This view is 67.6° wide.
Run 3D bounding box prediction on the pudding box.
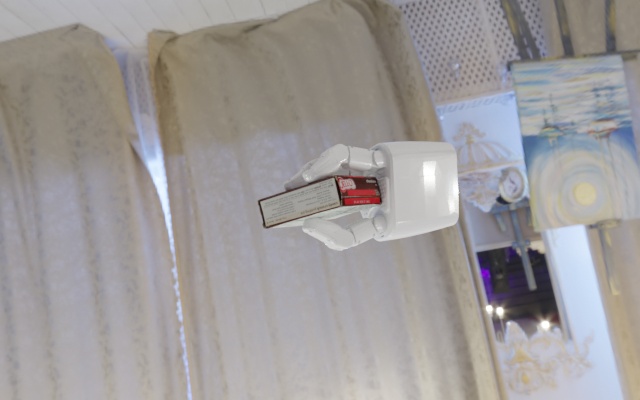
[{"bbox_3d":[0.000,0.002,0.546,0.113,0.039,0.090,-19,-11,33],"label":"pudding box"}]
